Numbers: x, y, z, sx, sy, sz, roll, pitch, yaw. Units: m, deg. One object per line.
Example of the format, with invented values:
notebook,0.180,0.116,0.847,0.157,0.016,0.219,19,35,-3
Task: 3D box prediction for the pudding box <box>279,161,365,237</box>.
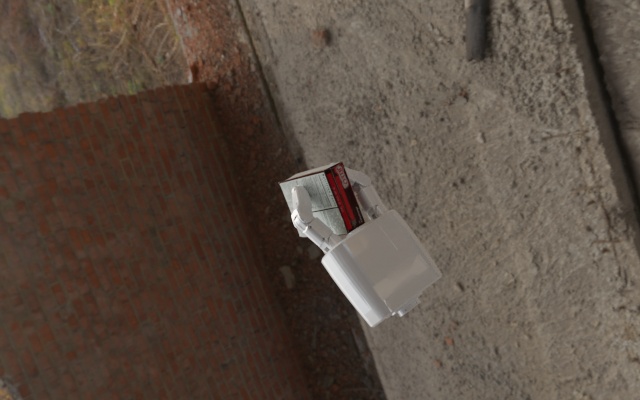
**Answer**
pudding box,0.000,0.002,0.646,0.039,0.090,0.113,-27,10,-38
